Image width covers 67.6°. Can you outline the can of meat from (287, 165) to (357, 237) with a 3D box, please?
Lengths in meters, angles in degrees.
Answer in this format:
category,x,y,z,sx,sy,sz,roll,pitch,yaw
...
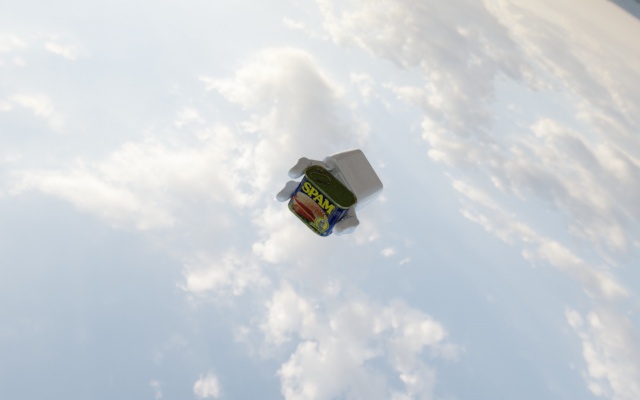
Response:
category,x,y,z,sx,sy,sz,roll,pitch,yaw
can of meat,0.000,0.003,0.841,0.102,0.084,0.057,42,36,13
